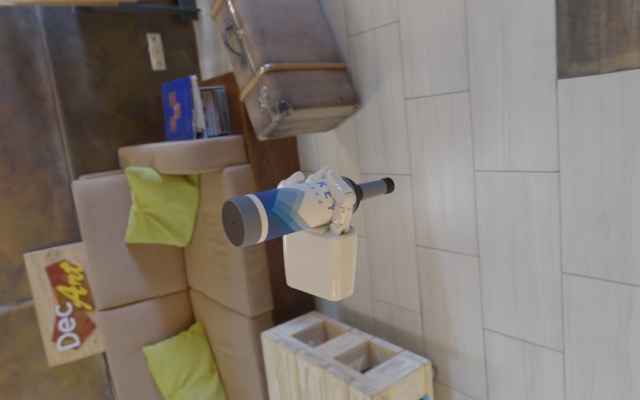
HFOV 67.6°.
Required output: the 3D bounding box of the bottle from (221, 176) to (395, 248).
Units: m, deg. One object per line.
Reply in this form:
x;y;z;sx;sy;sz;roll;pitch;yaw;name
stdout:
0.000;0.002;0.714;0.295;0.069;0.069;-14;8;-36;bottle
